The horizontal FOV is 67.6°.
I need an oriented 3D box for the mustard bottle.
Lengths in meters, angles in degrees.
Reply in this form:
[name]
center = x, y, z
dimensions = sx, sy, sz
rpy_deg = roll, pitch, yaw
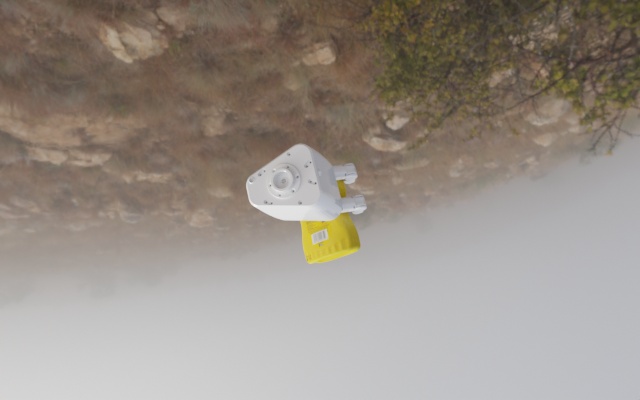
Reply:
[mustard bottle]
center = 0.000, 0.003, 0.798
dimensions = 0.096, 0.191, 0.058
rpy_deg = -24, -17, 36
